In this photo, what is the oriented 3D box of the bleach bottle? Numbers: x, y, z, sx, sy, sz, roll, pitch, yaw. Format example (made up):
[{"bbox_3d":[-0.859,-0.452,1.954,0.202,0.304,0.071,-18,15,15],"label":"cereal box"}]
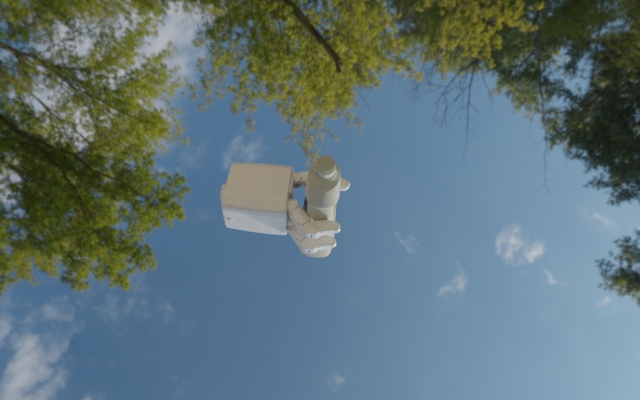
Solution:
[{"bbox_3d":[0.000,0.003,0.807,0.068,0.102,0.251,5,-31,-2],"label":"bleach bottle"}]
